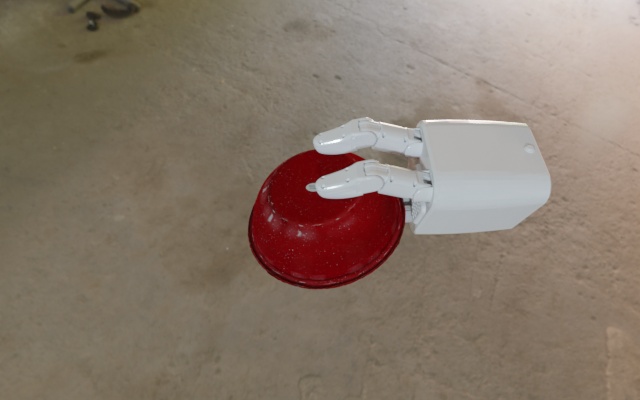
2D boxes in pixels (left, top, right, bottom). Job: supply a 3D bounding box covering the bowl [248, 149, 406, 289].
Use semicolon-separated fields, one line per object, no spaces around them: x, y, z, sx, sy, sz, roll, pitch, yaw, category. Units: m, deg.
-0.001;0.002;0.463;0.162;0.162;0.055;0;-37;13;bowl
